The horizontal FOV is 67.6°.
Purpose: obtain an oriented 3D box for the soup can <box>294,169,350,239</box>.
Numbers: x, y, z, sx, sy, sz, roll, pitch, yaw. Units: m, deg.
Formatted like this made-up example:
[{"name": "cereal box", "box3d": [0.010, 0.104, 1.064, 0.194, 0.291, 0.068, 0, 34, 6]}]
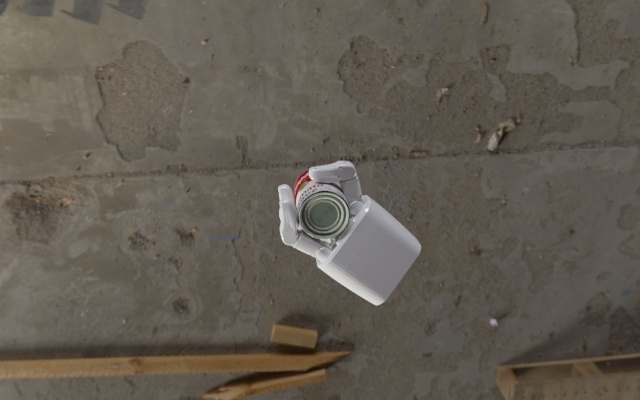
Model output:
[{"name": "soup can", "box3d": [0.000, 0.002, 0.647, 0.068, 0.068, 0.102, 0, 21, -6]}]
